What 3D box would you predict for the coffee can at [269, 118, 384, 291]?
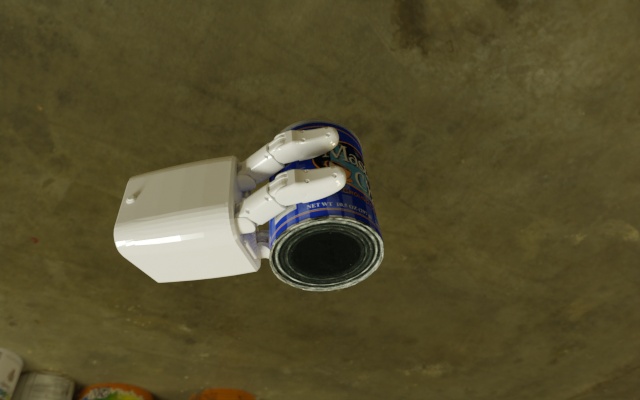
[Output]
[{"bbox_3d":[0.000,0.001,0.469,0.103,0.103,0.140,-3,45,-3],"label":"coffee can"}]
